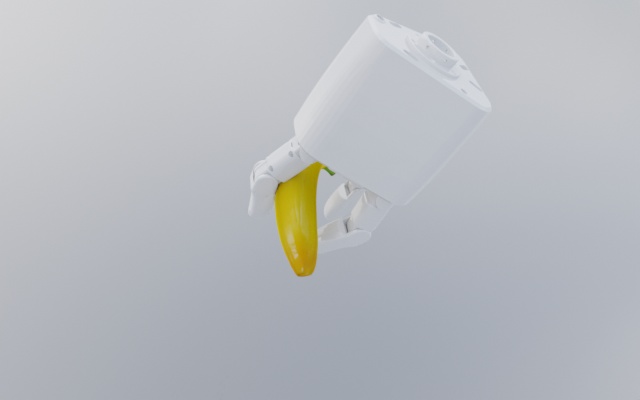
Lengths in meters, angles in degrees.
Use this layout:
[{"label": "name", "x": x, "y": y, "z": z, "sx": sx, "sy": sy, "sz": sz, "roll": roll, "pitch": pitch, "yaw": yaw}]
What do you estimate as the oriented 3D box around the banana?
[{"label": "banana", "x": -0.011, "y": -0.013, "z": 0.446, "sx": 0.037, "sy": 0.070, "sz": 0.197, "roll": -34, "pitch": 19, "yaw": 26}]
